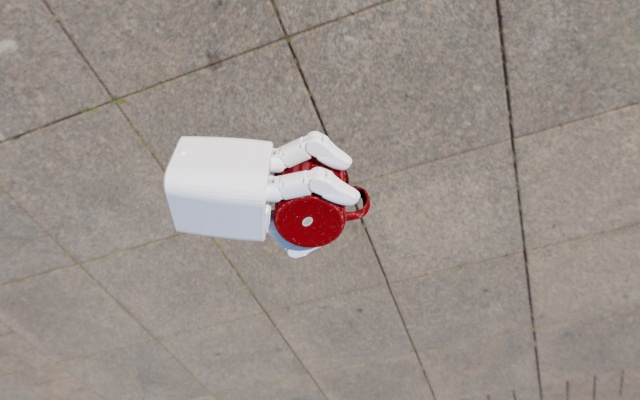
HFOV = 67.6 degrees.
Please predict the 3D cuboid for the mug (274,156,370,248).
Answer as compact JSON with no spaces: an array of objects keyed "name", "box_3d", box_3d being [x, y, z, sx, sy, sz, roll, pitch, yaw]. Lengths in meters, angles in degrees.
[{"name":"mug","box_3d":[0.002,0.002,0.562,0.117,0.093,0.081,5,39,-3]}]
